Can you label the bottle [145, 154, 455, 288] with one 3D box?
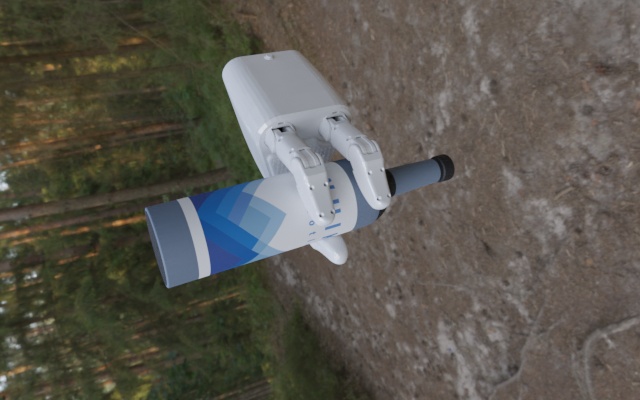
[{"bbox_3d":[0.000,0.002,0.436,0.295,0.069,0.069,-16,6,-24],"label":"bottle"}]
